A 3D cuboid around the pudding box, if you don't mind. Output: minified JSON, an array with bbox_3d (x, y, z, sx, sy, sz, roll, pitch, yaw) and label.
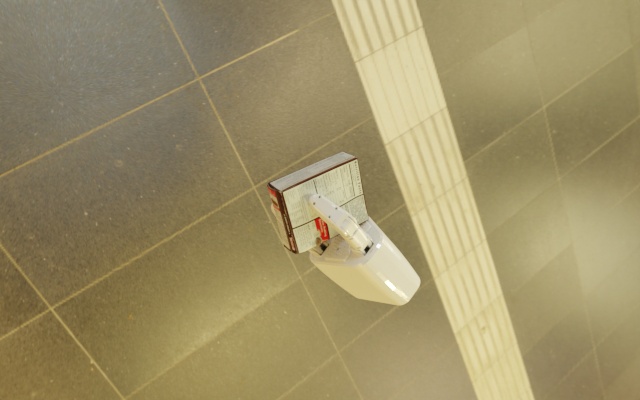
[{"bbox_3d":[0.000,0.002,0.581,0.113,0.090,0.039,-26,28,-25],"label":"pudding box"}]
